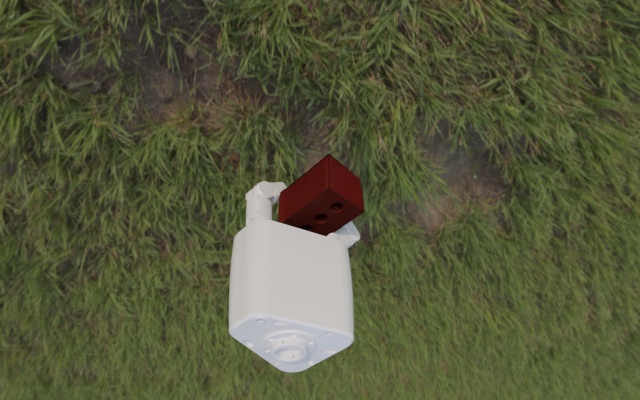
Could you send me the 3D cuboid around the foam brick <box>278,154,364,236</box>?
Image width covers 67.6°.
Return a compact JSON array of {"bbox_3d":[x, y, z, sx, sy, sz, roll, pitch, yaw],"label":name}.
[{"bbox_3d":[0.000,0.001,0.503,0.053,0.051,0.078,34,-56,-30],"label":"foam brick"}]
